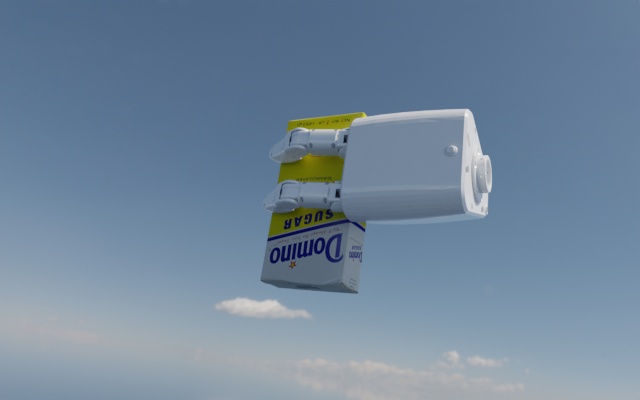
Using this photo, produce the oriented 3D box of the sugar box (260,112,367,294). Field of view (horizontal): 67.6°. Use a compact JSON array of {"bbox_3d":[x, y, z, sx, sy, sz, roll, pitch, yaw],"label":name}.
[{"bbox_3d":[0.000,0.001,0.485,0.093,0.176,0.048,-2,-22,29],"label":"sugar box"}]
